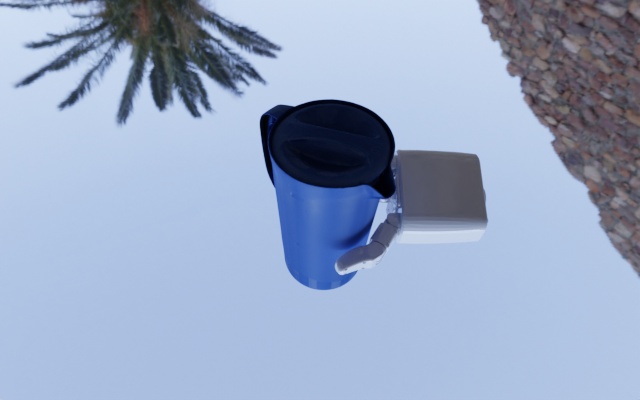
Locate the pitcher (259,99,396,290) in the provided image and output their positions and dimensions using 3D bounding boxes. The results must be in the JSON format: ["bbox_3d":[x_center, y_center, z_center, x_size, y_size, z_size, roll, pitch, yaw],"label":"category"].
[{"bbox_3d":[0.000,0.002,0.590,0.145,0.149,0.243,-1,-39,-4],"label":"pitcher"}]
